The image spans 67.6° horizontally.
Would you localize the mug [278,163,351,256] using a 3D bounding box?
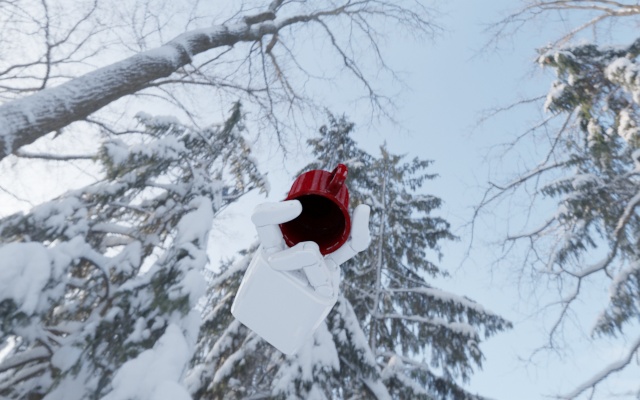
[{"bbox_3d":[0.001,0.001,0.609,0.093,0.117,0.081,27,27,-7],"label":"mug"}]
